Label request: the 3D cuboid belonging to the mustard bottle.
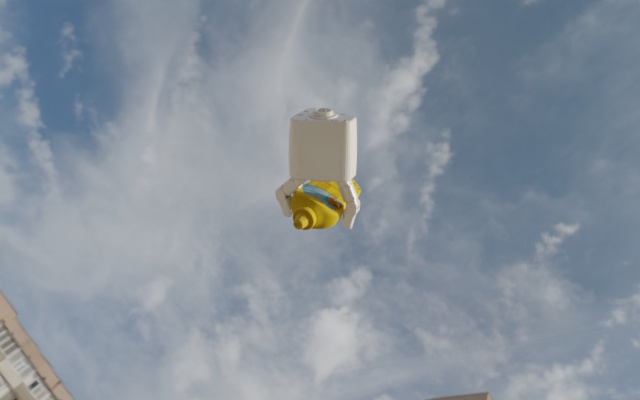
[{"bbox_3d":[0.000,0.003,0.879,0.096,0.058,0.191,32,33,8],"label":"mustard bottle"}]
